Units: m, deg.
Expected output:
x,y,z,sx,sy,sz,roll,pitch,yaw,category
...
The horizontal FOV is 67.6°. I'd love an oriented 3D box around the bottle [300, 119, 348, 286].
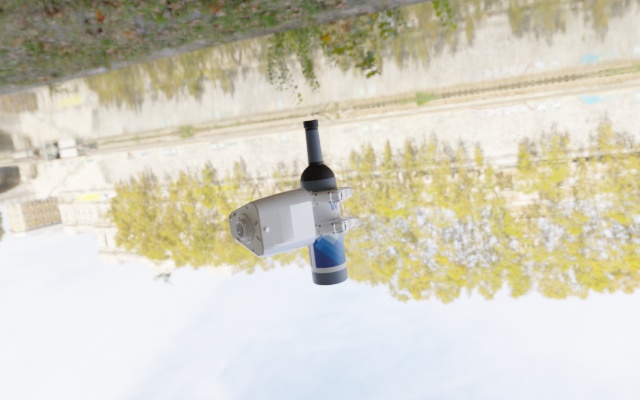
x,y,z,sx,sy,sz,roll,pitch,yaw,category
0.000,0.003,0.864,0.069,0.296,0.069,-7,9,1,bottle
